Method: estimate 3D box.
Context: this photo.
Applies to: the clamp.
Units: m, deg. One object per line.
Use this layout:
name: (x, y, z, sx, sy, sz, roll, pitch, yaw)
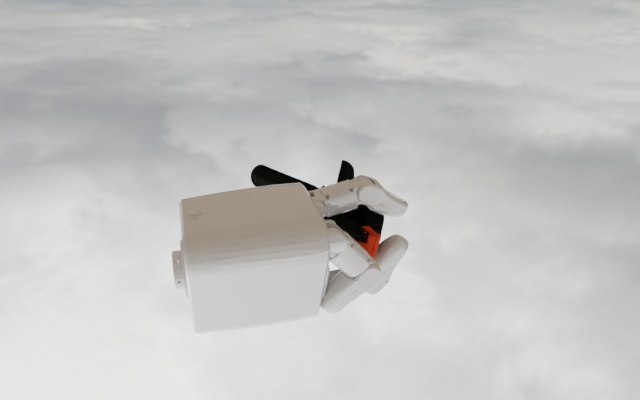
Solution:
clamp: (0.000, 0.002, 0.474, 0.120, 0.039, 0.171, -6, 28, -15)
